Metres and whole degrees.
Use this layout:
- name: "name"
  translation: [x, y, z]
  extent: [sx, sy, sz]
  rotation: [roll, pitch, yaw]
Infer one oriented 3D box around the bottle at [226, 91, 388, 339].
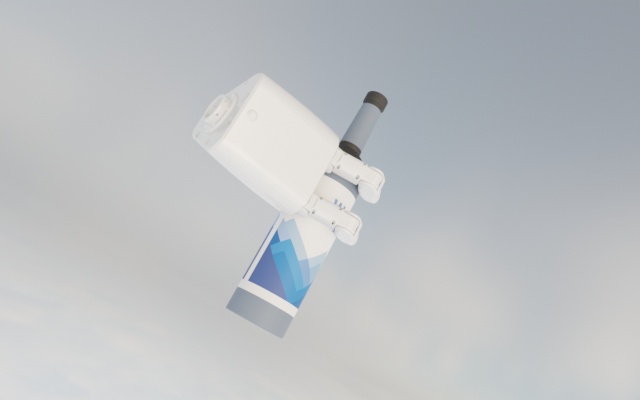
- name: "bottle"
  translation: [0.000, 0.002, 0.527]
  extent: [0.069, 0.295, 0.069]
  rotation: [26, -16, 8]
